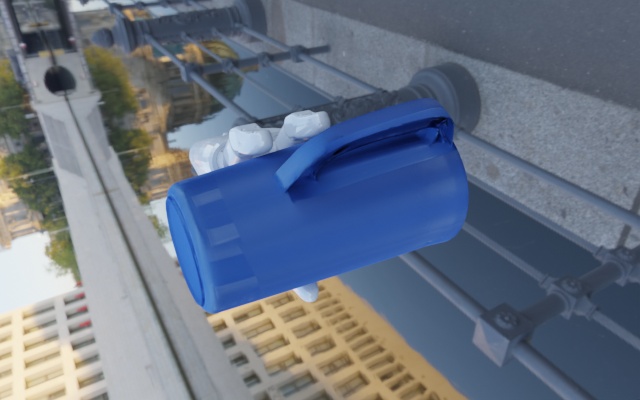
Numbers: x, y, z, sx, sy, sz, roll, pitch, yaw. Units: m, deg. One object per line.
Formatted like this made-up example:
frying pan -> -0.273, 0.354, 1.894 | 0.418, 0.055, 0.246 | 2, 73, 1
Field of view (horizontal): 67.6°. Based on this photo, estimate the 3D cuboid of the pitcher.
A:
pitcher -> 0.000, 0.001, 0.414 | 0.243, 0.149, 0.145 | -17, 17, -25
